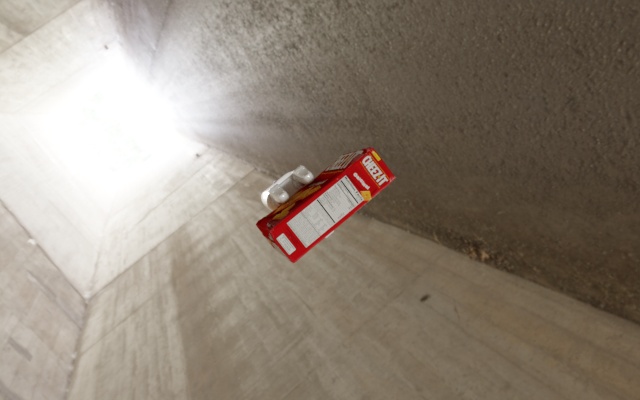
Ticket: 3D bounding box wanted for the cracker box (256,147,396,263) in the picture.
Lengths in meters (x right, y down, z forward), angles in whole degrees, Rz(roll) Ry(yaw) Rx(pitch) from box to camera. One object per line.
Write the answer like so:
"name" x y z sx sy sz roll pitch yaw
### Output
"cracker box" 0.000 0.003 0.805 0.213 0.072 0.164 -40 10 -10
